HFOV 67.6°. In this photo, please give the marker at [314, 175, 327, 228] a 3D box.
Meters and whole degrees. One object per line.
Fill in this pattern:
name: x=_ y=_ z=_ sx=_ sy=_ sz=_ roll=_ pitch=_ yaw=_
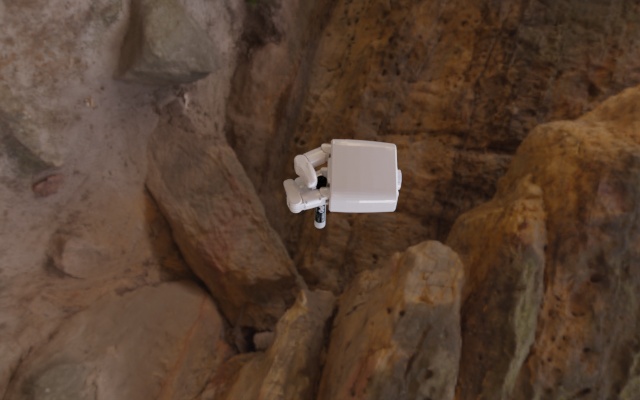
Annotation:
marker: x=0.000 y=0.003 z=0.789 sx=0.020 sy=0.020 sz=0.121 roll=0 pitch=-40 yaw=-2
